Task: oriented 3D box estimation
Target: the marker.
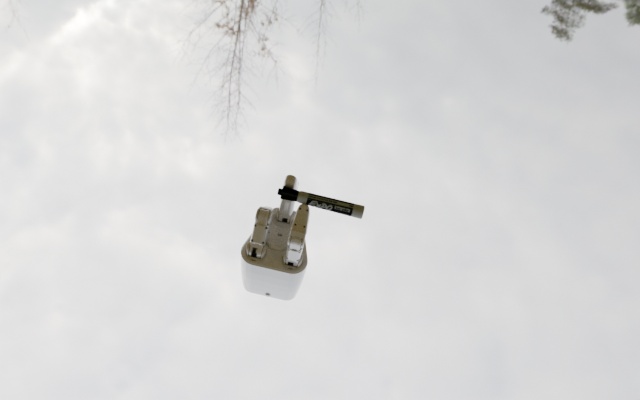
[{"bbox_3d":[0.000,0.002,0.657,0.121,0.020,0.020,14,0,0],"label":"marker"}]
